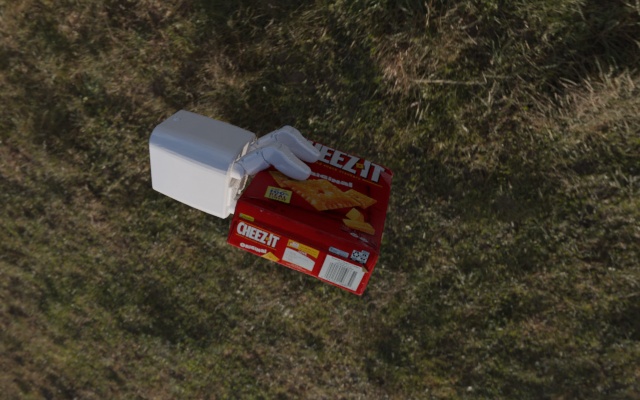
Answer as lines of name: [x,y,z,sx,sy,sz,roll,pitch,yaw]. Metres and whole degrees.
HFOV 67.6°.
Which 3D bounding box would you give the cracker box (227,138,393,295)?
cracker box: [0.000,0.002,0.603,0.164,0.072,0.213,21,31,2]
